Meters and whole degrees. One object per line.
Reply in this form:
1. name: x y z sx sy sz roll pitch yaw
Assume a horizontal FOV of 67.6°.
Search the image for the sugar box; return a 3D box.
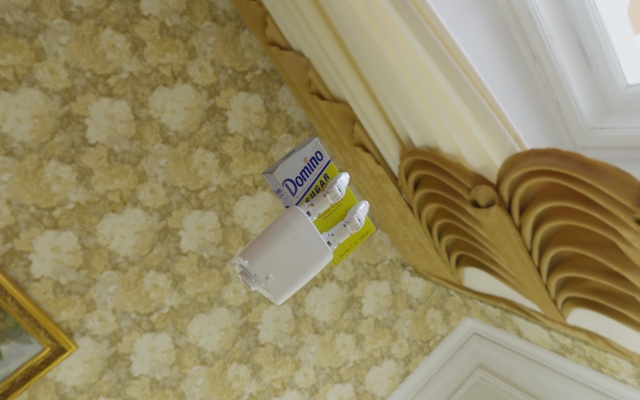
1. sugar box: 0.000 0.003 0.723 0.093 0.176 0.048 -41 20 -21
